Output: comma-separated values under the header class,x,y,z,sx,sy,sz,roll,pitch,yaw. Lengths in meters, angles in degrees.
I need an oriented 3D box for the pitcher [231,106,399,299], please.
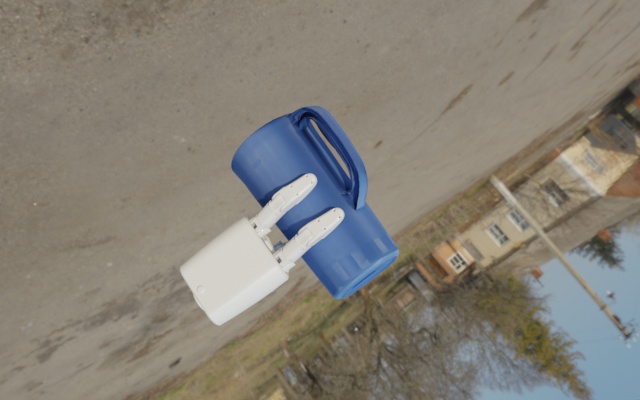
class,x,y,z,sx,sy,sz,roll,pitch,yaw
pitcher,0.000,0.002,0.649,0.145,0.242,0.149,-35,-15,-6
